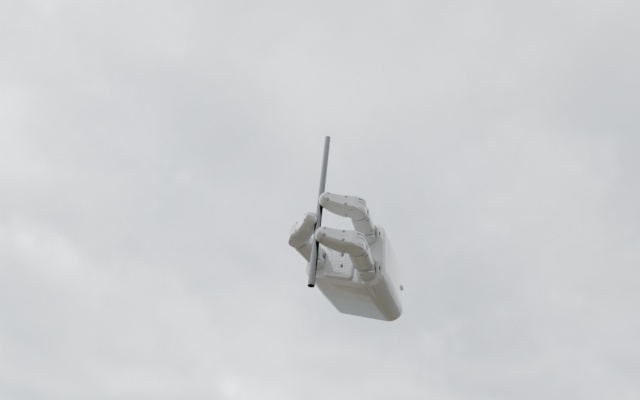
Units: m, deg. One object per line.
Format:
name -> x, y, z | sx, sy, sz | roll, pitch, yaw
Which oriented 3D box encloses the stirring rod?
stirring rod -> 0.000, 0.002, 0.593 | 0.011, 0.239, 0.011 | 4, -41, 3
